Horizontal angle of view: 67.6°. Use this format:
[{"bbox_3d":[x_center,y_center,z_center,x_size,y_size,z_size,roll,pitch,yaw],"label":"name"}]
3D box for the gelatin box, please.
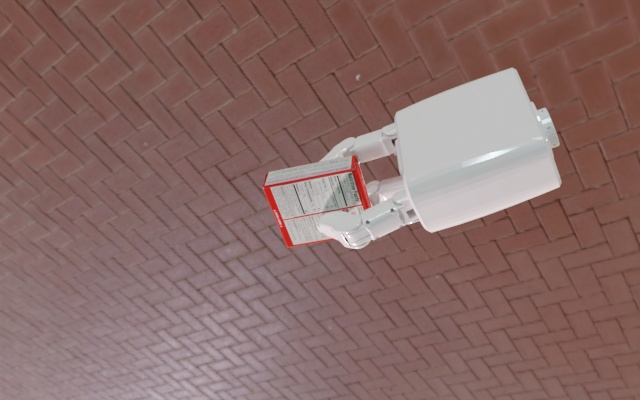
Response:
[{"bbox_3d":[0.000,0.002,0.446,0.089,0.073,0.030,-11,33,13],"label":"gelatin box"}]
